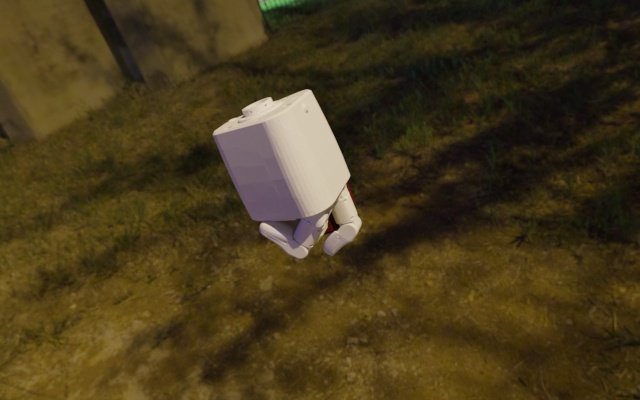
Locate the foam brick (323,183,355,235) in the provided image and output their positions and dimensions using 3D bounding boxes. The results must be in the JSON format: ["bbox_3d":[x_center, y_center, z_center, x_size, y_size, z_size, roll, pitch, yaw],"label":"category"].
[{"bbox_3d":[0.000,0.002,0.577,0.053,0.051,0.078,-16,22,27],"label":"foam brick"}]
